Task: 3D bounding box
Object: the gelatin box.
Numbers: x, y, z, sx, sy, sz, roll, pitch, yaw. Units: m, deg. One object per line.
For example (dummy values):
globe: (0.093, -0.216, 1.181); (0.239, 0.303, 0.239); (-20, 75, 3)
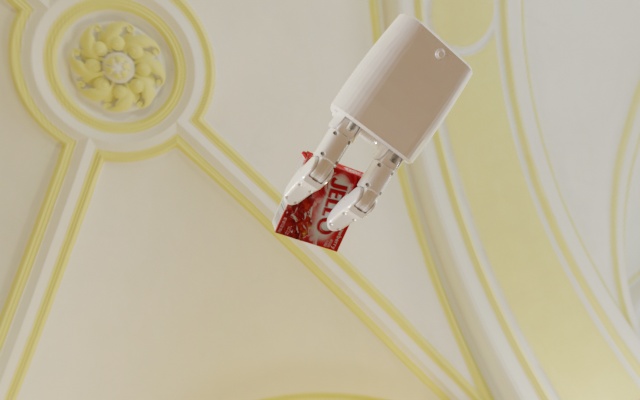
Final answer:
gelatin box: (0.000, 0.002, 0.499); (0.073, 0.089, 0.030); (19, 17, -19)
